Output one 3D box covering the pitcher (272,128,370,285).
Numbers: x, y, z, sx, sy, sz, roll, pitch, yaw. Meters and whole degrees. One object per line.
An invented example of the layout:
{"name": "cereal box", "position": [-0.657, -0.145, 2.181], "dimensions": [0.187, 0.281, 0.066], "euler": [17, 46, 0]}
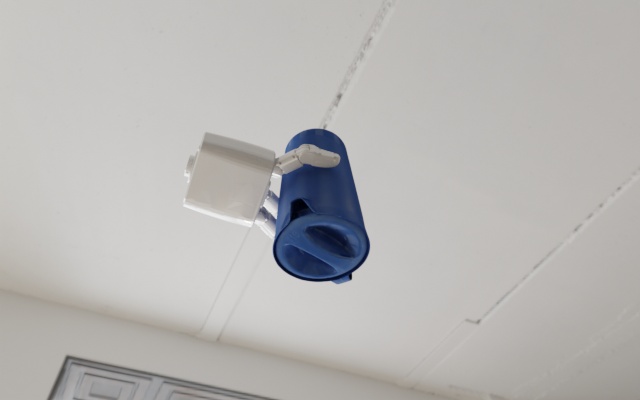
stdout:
{"name": "pitcher", "position": [0.000, 0.002, 0.741], "dimensions": [0.145, 0.149, 0.242], "euler": [15, 38, -15]}
